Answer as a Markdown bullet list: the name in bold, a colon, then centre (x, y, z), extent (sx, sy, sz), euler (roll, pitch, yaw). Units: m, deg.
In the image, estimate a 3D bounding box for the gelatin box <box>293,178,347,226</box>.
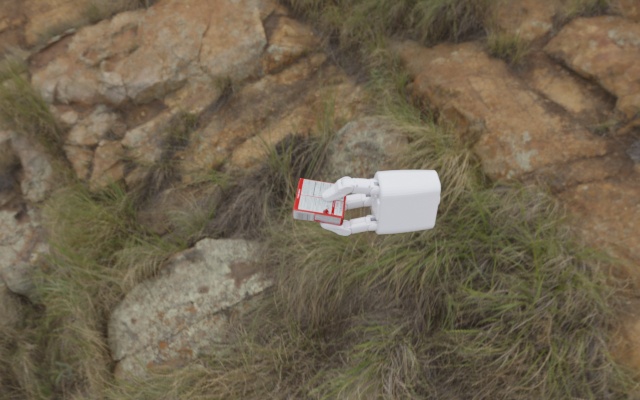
- **gelatin box**: centre (0.000, 0.002, 0.845), extent (0.089, 0.073, 0.030), euler (9, -37, 0)
